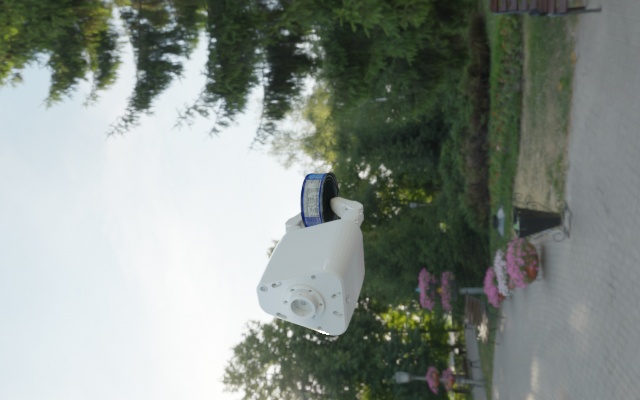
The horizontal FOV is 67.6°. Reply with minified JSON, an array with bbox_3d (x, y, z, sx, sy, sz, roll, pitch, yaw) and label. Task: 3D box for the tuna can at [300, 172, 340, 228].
[{"bbox_3d":[0.000,0.002,0.683,0.034,0.086,0.086,0,0,18],"label":"tuna can"}]
